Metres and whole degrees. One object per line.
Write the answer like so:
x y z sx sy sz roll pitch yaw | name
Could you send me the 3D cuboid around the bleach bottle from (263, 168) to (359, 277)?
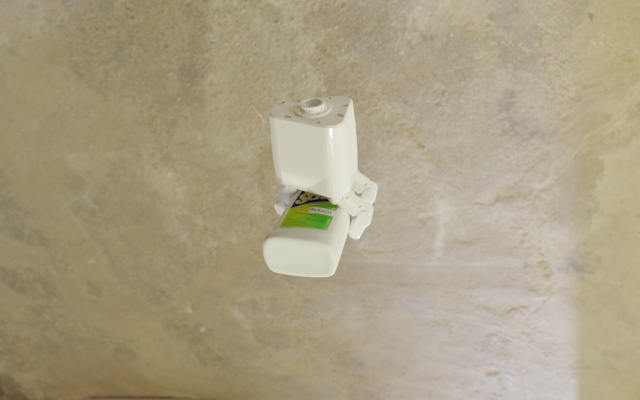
0.000 0.002 0.711 0.102 0.068 0.250 4 37 12 | bleach bottle
